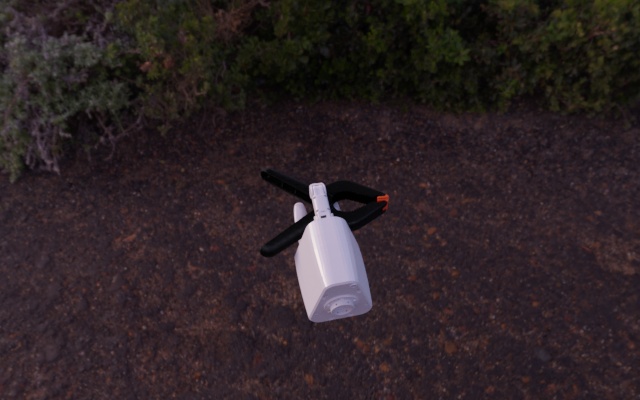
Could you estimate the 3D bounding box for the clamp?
[{"bbox_3d":[0.001,0.002,0.757,0.210,0.164,0.036,-9,-35,-6],"label":"clamp"}]
